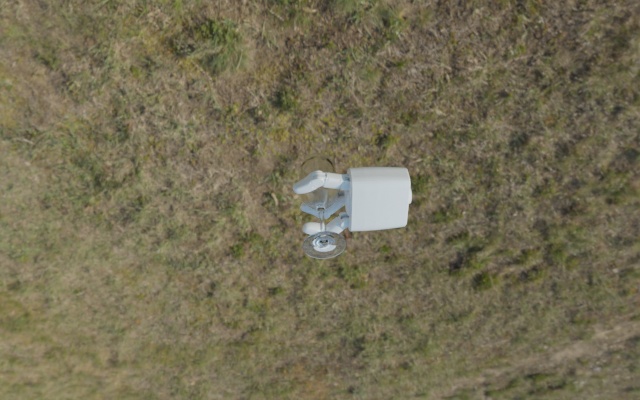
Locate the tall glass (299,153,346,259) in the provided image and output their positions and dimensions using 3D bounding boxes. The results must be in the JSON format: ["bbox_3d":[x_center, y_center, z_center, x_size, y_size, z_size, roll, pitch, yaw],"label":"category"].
[{"bbox_3d":[0.000,0.003,0.866,0.079,0.200,0.079,-3,-42,-3],"label":"tall glass"}]
